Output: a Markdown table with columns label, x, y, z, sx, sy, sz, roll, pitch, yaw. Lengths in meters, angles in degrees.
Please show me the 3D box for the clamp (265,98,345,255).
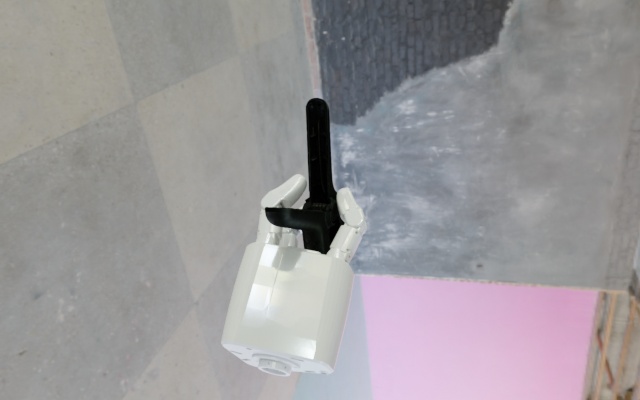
| label | x | y | z | sx | sy | sz | roll | pitch | yaw |
| --- | --- | --- | --- | --- | --- | --- | --- | --- | --- |
| clamp | 0.001 | 0.002 | 0.544 | 0.036 | 0.164 | 0.210 | 4 | -32 | 19 |
